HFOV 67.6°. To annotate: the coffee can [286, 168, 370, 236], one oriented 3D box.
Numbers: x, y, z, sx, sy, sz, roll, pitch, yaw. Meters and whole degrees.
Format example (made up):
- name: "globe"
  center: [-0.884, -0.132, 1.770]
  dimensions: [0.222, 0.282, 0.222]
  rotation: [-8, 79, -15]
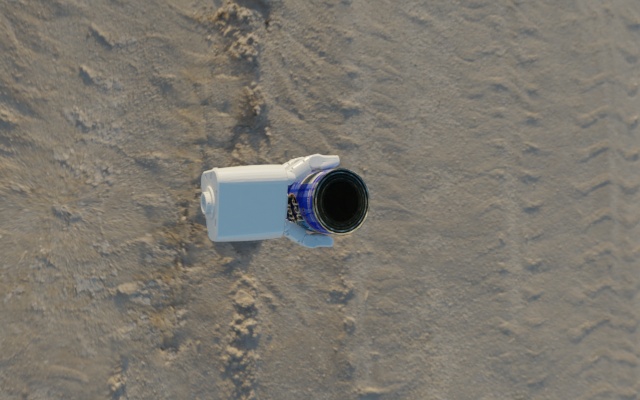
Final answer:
- name: "coffee can"
  center: [0.000, 0.003, 0.780]
  dimensions: [0.103, 0.103, 0.140]
  rotation: [0, -1, -28]
